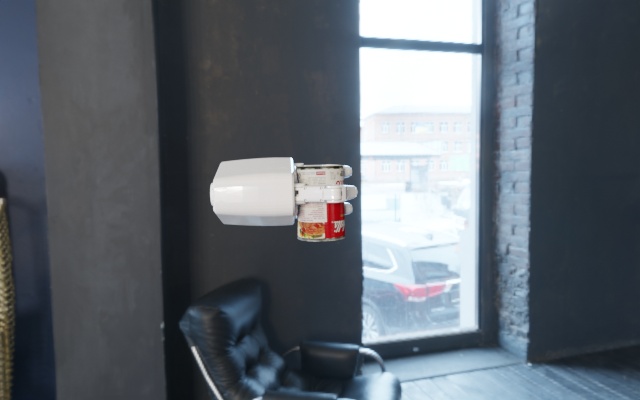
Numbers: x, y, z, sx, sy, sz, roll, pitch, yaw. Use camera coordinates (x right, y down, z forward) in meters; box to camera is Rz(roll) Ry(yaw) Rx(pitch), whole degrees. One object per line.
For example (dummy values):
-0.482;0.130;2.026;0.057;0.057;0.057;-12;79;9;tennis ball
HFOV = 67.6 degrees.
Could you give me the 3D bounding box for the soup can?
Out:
0.001;0.002;0.672;0.068;0.102;0.068;-1;4;0;soup can
